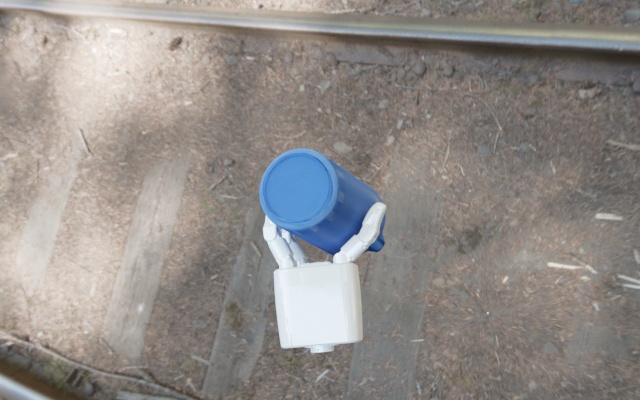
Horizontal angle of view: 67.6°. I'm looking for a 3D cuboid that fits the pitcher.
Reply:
[{"bbox_3d":[0.000,0.002,0.708,0.149,0.145,0.243,-7,-14,18],"label":"pitcher"}]
